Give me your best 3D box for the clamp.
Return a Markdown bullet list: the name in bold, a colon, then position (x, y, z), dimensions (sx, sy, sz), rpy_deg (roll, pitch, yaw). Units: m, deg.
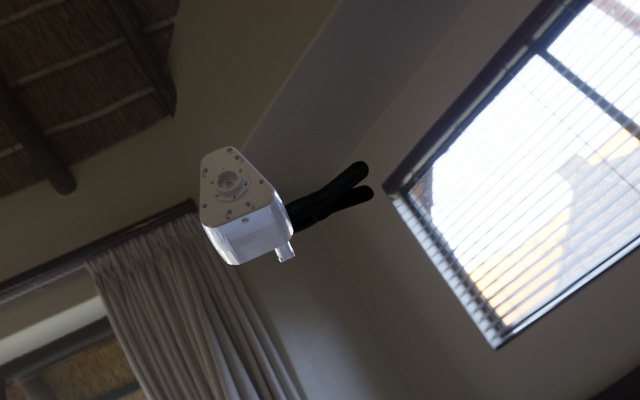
- **clamp**: position (0.000, 0.002, 0.663), dimensions (0.171, 0.039, 0.120), rpy_deg (-27, -25, -8)
